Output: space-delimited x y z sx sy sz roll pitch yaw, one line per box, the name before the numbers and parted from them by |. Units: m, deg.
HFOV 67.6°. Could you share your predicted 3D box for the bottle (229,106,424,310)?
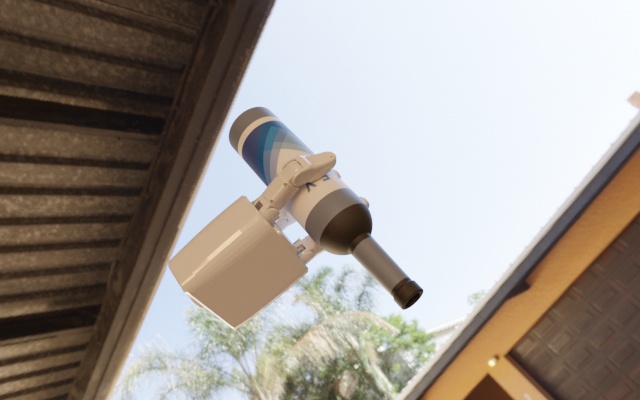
bottle | 0.000 0.001 0.519 0.069 0.069 0.295 0 38 -48
